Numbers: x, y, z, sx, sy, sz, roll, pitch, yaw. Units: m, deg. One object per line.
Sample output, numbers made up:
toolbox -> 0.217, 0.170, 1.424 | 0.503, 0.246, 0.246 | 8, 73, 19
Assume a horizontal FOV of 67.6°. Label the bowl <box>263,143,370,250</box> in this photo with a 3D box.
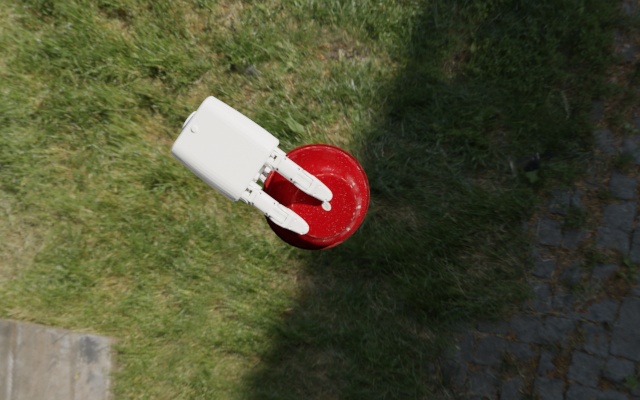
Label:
bowl -> 0.001, 0.003, 0.678 | 0.162, 0.162, 0.055 | 0, 13, -13
